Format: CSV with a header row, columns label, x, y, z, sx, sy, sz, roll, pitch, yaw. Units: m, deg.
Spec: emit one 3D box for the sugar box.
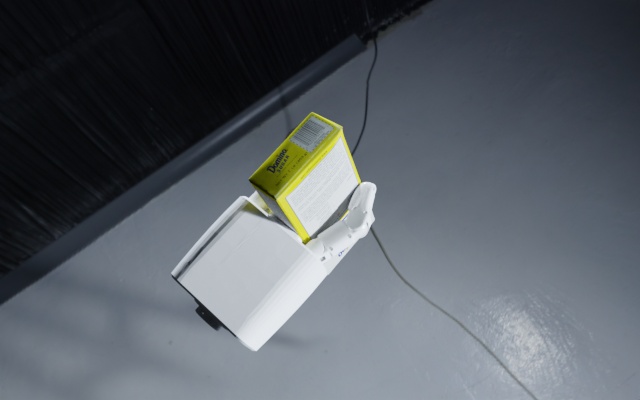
label,x,y,z,sx,sy,sz,roll,pitch,yaw
sugar box,0.000,0.001,0.500,0.048,0.093,0.176,34,-16,29
